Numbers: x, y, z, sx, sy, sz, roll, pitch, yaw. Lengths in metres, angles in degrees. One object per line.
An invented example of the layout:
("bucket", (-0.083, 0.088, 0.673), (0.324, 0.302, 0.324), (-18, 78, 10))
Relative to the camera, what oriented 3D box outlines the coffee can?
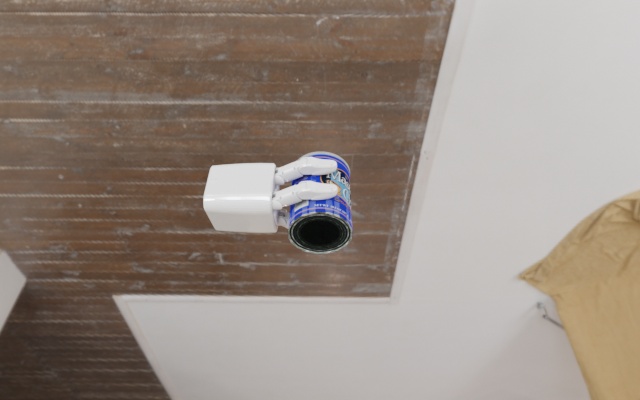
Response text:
("coffee can", (0.000, 0.003, 0.795), (0.103, 0.140, 0.103), (0, -43, 0))
